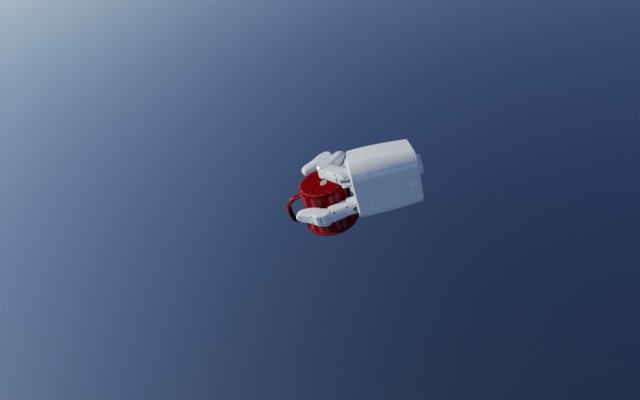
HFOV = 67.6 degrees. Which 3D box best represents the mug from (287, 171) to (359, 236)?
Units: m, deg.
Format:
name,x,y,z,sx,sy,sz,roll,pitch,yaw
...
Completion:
name,x,y,z,sx,sy,sz,roll,pitch,yaw
mug,-0.001,0.003,0.813,0.117,0.082,0.093,-14,35,5
